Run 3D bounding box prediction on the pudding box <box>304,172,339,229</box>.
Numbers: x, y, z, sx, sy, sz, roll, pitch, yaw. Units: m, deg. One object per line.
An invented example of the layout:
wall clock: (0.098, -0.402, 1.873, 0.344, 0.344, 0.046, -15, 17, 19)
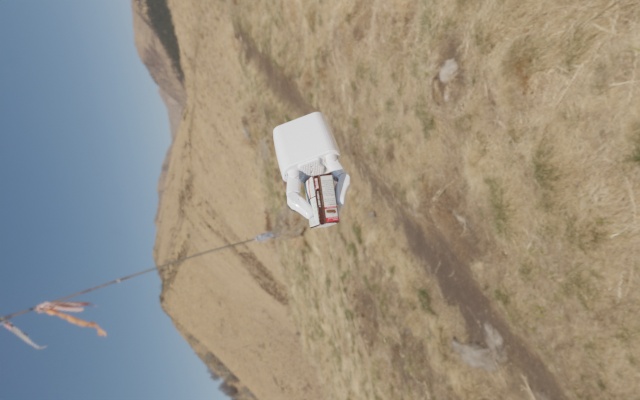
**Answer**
pudding box: (0.000, 0.003, 0.862, 0.039, 0.090, 0.113, -8, -4, -9)
